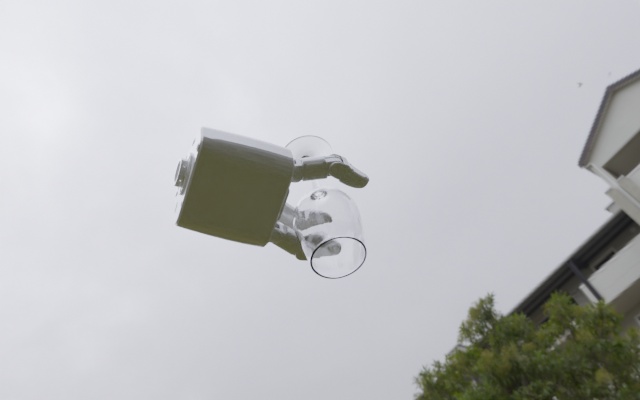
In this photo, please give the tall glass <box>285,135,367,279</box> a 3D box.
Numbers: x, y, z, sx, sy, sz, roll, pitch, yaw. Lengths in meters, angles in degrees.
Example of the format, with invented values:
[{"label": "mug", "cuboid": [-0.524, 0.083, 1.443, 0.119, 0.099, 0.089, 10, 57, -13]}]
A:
[{"label": "tall glass", "cuboid": [0.000, 0.001, 0.582, 0.079, 0.079, 0.201, 0, 37, -14]}]
